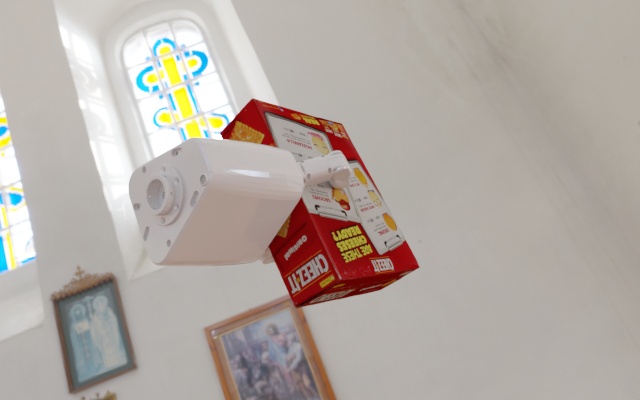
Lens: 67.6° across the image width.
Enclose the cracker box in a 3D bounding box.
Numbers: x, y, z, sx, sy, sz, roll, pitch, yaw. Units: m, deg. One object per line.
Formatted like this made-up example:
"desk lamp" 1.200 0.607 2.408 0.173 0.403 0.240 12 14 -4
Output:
"cracker box" 0.000 0.002 0.534 0.072 0.213 0.164 -38 -24 30
